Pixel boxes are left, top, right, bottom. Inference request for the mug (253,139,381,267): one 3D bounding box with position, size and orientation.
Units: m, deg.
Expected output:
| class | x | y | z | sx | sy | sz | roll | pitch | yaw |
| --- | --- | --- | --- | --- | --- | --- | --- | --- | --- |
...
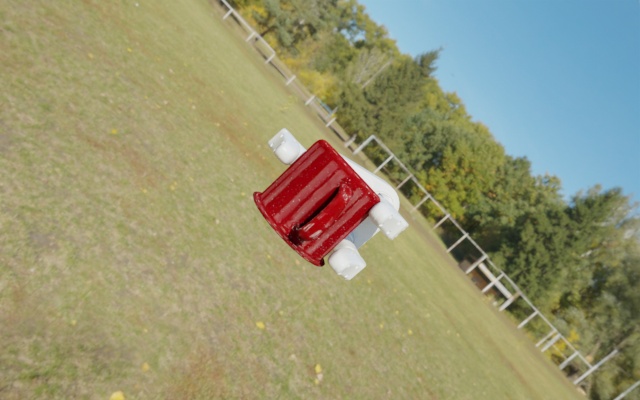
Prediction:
| class | x | y | z | sx | sy | sz | roll | pitch | yaw |
| --- | --- | --- | --- | --- | --- | --- | --- | --- | --- |
| mug | 0.000 | 0.001 | 0.422 | 0.081 | 0.093 | 0.117 | -43 | 9 | 7 |
